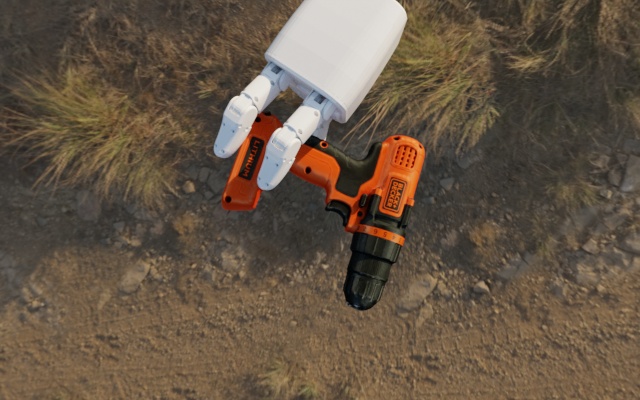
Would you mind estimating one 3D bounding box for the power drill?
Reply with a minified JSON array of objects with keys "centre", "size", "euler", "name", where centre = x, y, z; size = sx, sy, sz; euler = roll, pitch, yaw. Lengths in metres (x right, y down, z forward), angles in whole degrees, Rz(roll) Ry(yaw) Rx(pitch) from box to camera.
[{"centre":[0.000,0.001,0.488],"size":[0.187,0.184,0.057],"euler":[18,-10,-4],"name":"power drill"}]
